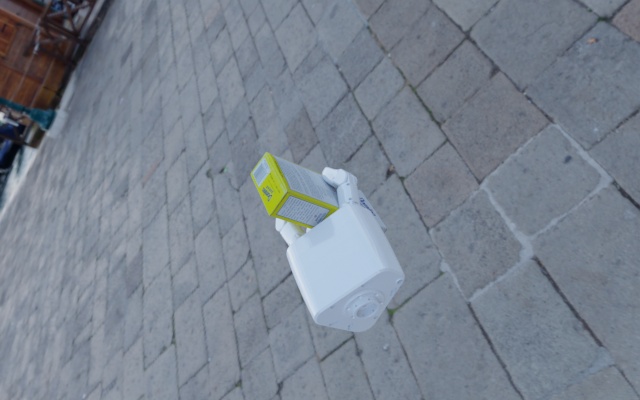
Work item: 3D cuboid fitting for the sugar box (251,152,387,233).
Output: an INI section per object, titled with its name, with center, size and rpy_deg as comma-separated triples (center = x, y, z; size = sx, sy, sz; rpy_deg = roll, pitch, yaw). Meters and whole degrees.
[sugar box]
center = 0.000, 0.003, 0.635
size = 0.176, 0.048, 0.093
rpy_deg = 24, 24, -38
